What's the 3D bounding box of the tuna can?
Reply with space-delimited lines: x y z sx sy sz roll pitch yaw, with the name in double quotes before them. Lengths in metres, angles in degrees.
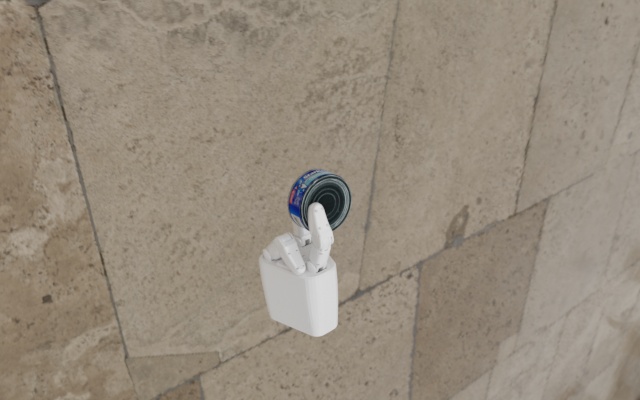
"tuna can" 0.000 0.002 0.647 0.086 0.086 0.033 0 15 -36
